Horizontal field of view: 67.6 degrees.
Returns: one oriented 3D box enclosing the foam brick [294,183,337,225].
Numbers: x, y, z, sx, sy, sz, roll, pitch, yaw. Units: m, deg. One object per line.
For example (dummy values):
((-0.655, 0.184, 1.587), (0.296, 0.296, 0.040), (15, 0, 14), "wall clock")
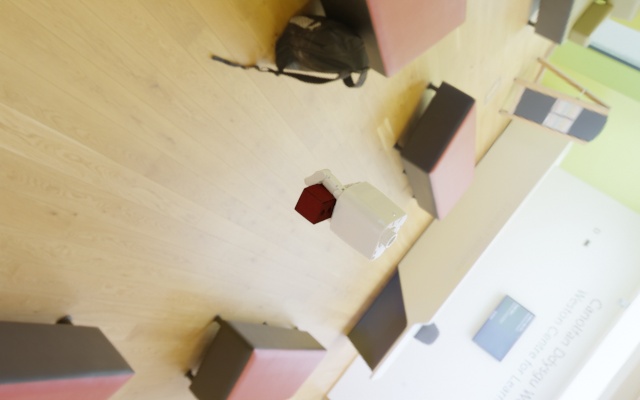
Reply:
((0.000, 0.003, 0.898), (0.051, 0.053, 0.078), (40, 34, 22), "foam brick")
